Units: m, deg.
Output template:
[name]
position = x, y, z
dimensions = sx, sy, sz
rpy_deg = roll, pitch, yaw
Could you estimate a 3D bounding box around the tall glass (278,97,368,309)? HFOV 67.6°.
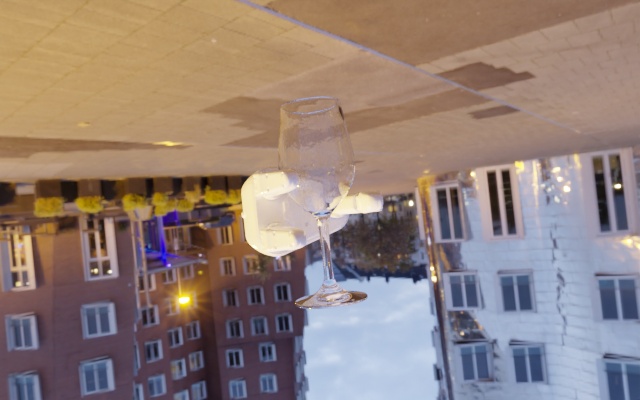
[tall glass]
position = 0.000, 0.002, 0.483
dimensions = 0.079, 0.201, 0.079
rpy_deg = -6, -1, 0
